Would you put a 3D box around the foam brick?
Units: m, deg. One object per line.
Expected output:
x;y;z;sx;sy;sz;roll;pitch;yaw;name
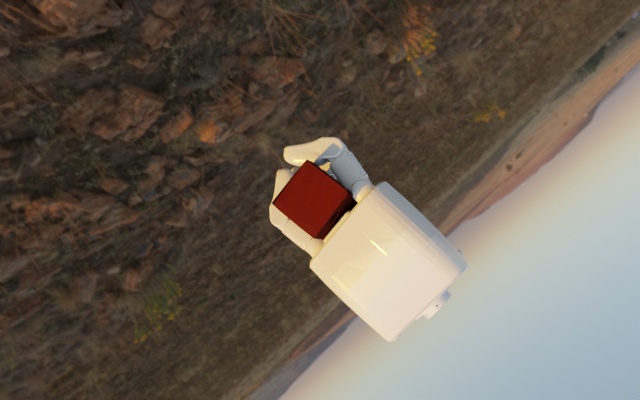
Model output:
0.000;0.001;0.454;0.051;0.053;0.078;39;5;15;foam brick
